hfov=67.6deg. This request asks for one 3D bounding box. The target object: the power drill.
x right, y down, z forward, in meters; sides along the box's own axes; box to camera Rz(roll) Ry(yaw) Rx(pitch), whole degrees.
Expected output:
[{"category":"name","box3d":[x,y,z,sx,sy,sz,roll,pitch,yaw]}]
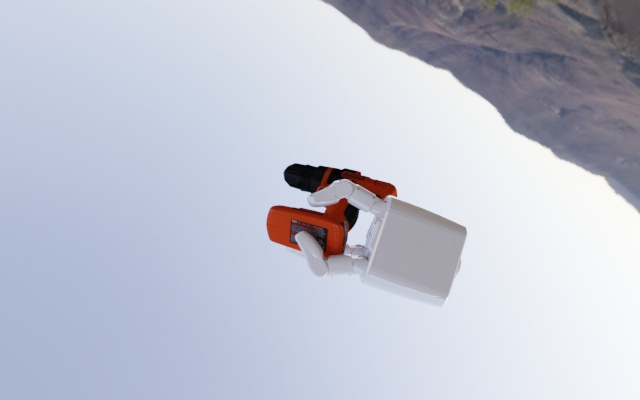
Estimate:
[{"category":"power drill","box3d":[0.000,0.003,0.676,0.184,0.057,0.187,13,29,20]}]
